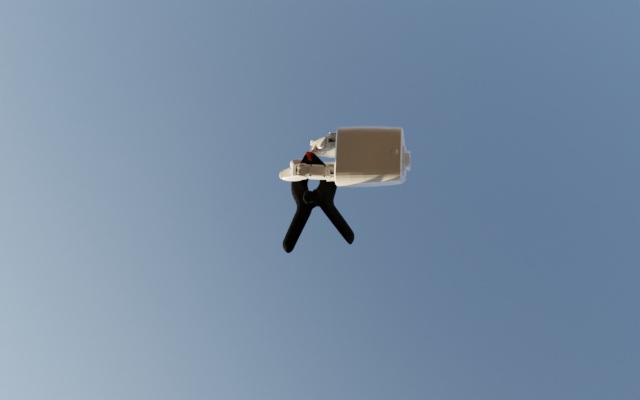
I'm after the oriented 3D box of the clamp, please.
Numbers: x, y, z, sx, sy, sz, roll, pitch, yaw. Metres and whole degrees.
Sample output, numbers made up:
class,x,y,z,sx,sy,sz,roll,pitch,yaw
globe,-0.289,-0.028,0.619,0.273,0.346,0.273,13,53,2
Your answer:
class,x,y,z,sx,sy,sz,roll,pitch,yaw
clamp,0.000,0.003,0.785,0.120,0.171,0.039,1,-12,14
